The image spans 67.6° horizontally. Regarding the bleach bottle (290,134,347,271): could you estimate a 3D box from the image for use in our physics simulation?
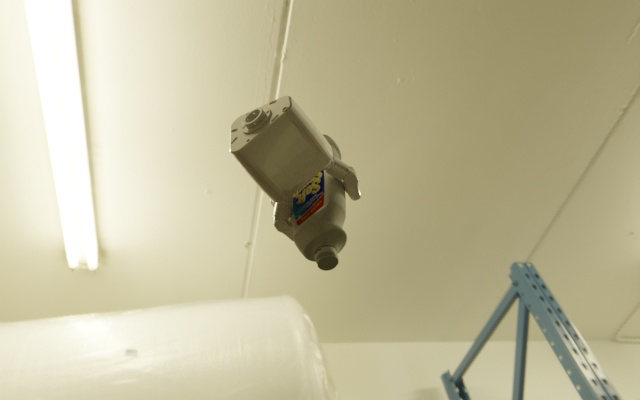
[{"bbox_3d":[0.000,0.002,0.732,0.102,0.068,0.250,-29,38,13],"label":"bleach bottle"}]
